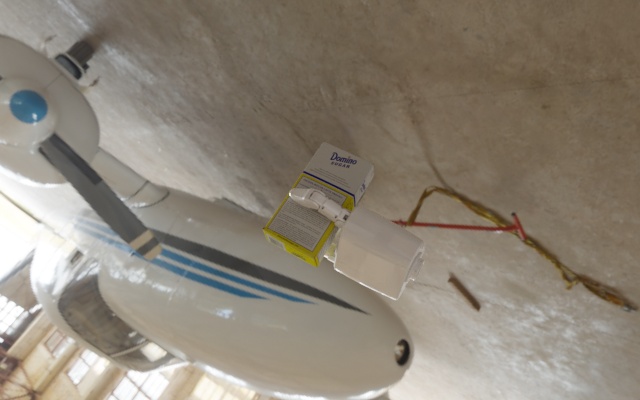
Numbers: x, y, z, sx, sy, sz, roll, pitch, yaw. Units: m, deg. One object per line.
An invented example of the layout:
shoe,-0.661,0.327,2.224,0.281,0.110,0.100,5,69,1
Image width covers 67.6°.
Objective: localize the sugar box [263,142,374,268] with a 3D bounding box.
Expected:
sugar box,0.000,0.003,0.723,0.093,0.176,0.048,27,-24,19
